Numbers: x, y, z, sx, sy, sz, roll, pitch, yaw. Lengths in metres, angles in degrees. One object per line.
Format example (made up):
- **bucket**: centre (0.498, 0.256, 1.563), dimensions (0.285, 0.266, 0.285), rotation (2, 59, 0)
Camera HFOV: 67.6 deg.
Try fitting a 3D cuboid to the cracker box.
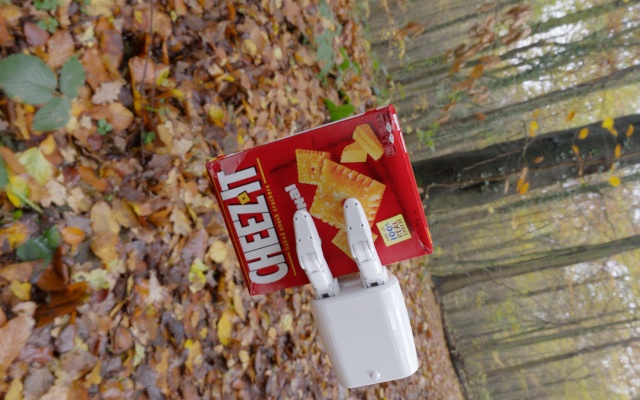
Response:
- **cracker box**: centre (0.000, 0.002, 0.536), dimensions (0.214, 0.164, 0.072), rotation (-15, 9, 11)
